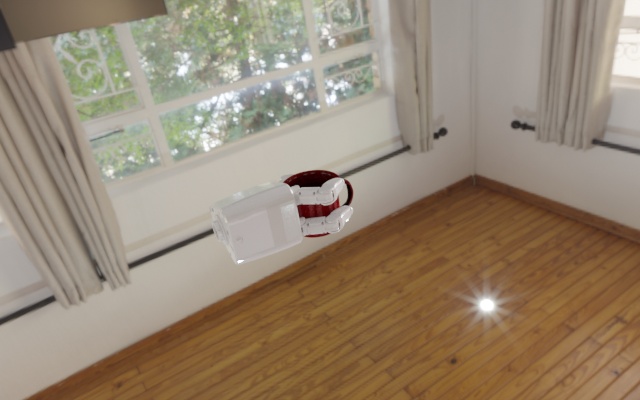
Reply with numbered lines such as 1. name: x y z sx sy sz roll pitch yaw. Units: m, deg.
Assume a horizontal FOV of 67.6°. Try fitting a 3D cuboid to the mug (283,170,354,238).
1. mug: 0.001 0.002 0.775 0.117 0.081 0.093 -19 29 -21
